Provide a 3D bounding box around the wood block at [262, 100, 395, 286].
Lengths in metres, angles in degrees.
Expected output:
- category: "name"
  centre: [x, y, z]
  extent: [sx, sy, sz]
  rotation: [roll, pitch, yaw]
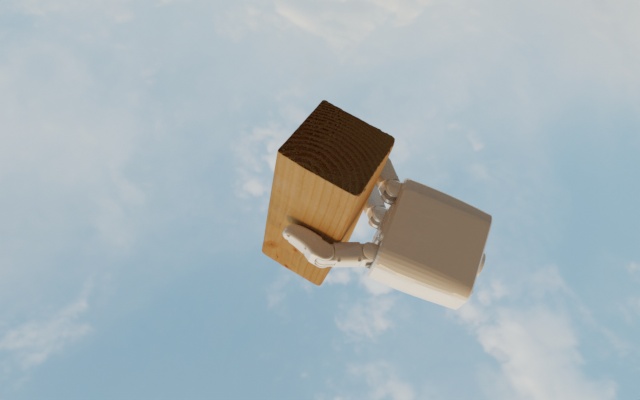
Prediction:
- category: "wood block"
  centre: [0.000, 0.002, 0.545]
  extent: [0.090, 0.090, 0.206]
  rotation: [30, -34, 9]
